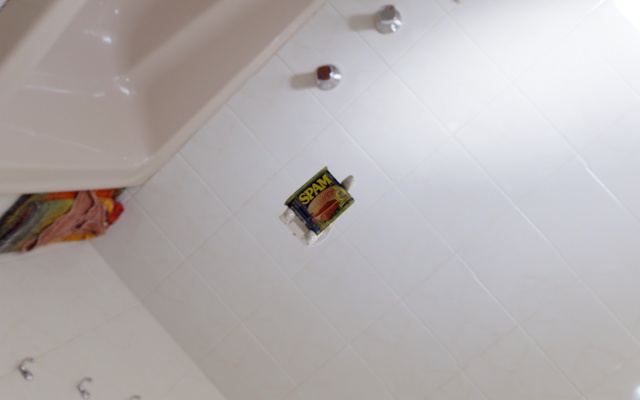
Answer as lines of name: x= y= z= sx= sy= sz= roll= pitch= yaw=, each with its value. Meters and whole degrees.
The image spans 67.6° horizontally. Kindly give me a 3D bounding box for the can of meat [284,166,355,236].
can of meat: x=0.000 y=0.003 z=0.860 sx=0.102 sy=0.084 sz=0.057 roll=-41 pitch=-3 yaw=-20
